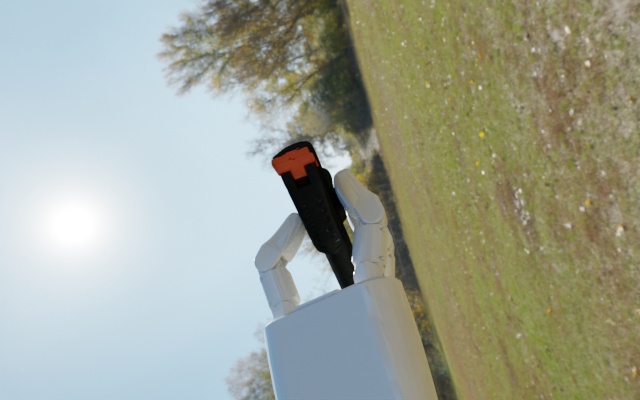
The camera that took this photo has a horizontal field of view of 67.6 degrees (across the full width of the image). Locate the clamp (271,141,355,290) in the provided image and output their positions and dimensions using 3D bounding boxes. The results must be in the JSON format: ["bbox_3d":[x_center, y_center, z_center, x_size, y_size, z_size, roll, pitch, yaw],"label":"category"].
[{"bbox_3d":[-0.001,0.002,0.417,0.036,0.164,0.210,-21,-31,4],"label":"clamp"}]
